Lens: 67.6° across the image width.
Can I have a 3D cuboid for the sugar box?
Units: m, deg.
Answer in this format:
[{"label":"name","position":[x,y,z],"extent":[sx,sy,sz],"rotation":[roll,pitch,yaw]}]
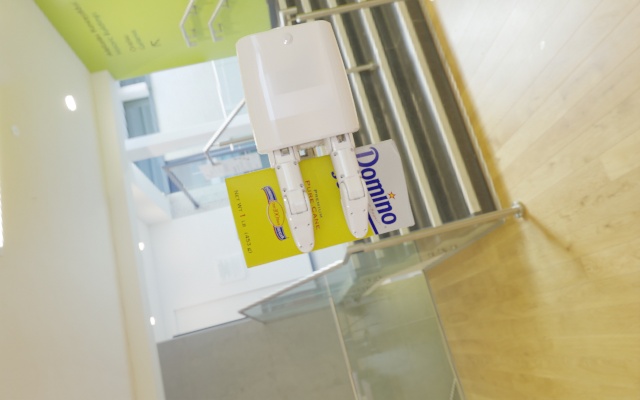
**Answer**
[{"label":"sugar box","position":[0.000,0.002,0.487],"extent":[0.176,0.093,0.048],"rotation":[-15,4,-6]}]
